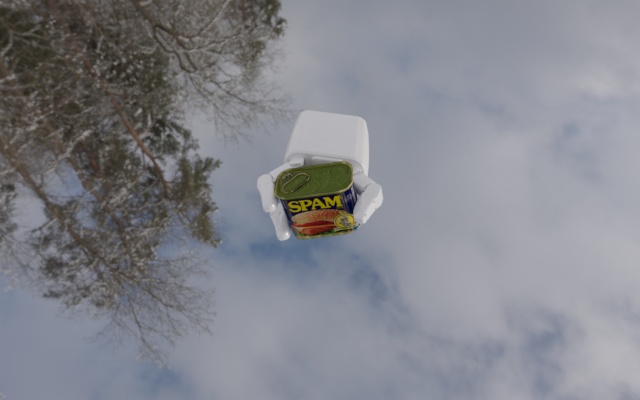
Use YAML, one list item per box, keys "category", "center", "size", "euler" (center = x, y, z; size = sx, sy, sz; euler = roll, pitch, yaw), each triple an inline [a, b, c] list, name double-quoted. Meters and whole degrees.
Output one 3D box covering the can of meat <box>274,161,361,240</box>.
- category: "can of meat"
  center: [0.000, 0.002, 0.629]
  size: [0.102, 0.084, 0.057]
  euler: [-7, 43, 11]
